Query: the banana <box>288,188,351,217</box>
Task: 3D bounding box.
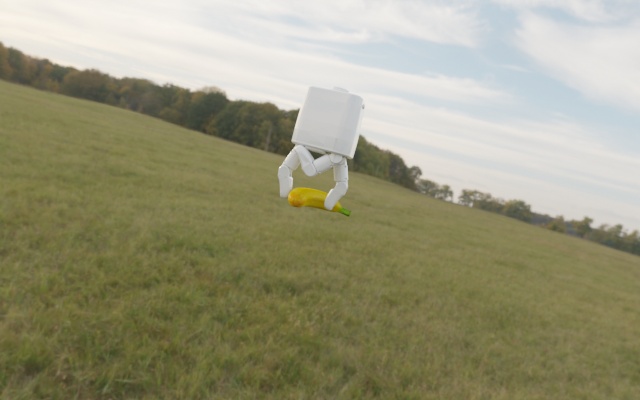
[{"bbox_3d":[-0.013,-0.002,0.909,0.069,0.037,0.198,18,4,33],"label":"banana"}]
